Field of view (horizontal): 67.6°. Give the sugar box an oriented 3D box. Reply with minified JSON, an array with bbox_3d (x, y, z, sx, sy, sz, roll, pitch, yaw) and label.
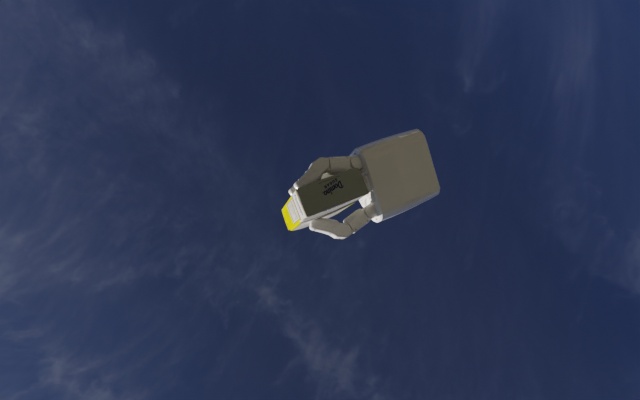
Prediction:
[{"bbox_3d":[0.000,0.002,0.696,0.093,0.048,0.176,-21,-8,-14],"label":"sugar box"}]
